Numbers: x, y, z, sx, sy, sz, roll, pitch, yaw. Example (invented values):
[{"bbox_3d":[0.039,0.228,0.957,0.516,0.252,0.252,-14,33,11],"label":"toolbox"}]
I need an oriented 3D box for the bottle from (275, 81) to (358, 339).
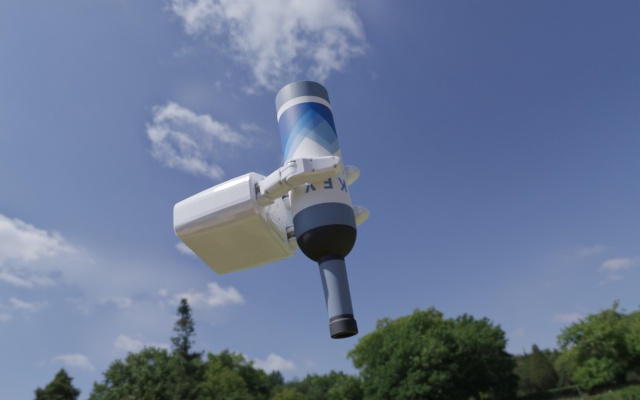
[{"bbox_3d":[0.000,0.001,0.527,0.069,0.295,0.069,-8,-27,-4],"label":"bottle"}]
